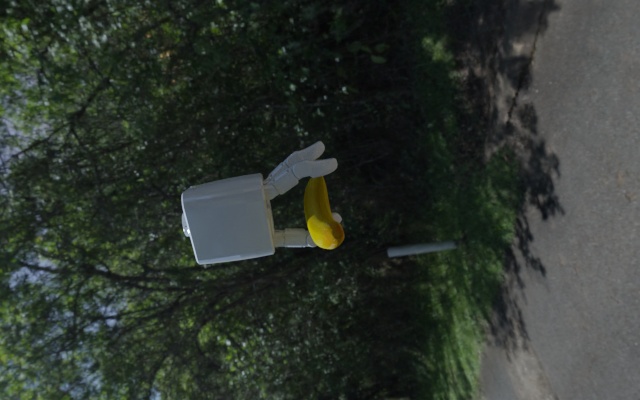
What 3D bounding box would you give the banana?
[{"bbox_3d":[0.000,0.017,0.618,0.037,0.070,0.197,-6,30,-6],"label":"banana"}]
